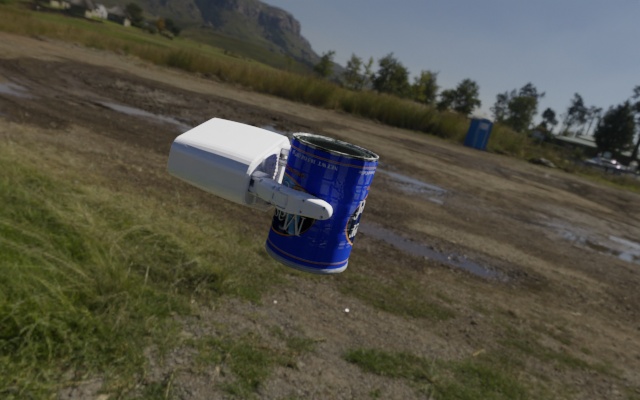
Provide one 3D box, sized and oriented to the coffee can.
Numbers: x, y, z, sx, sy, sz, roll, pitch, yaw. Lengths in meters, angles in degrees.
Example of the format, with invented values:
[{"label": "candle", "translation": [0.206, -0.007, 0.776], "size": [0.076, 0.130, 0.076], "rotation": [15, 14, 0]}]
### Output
[{"label": "coffee can", "translation": [0.000, 0.002, 0.564], "size": [0.103, 0.140, 0.102], "rotation": [14, 14, -4]}]
